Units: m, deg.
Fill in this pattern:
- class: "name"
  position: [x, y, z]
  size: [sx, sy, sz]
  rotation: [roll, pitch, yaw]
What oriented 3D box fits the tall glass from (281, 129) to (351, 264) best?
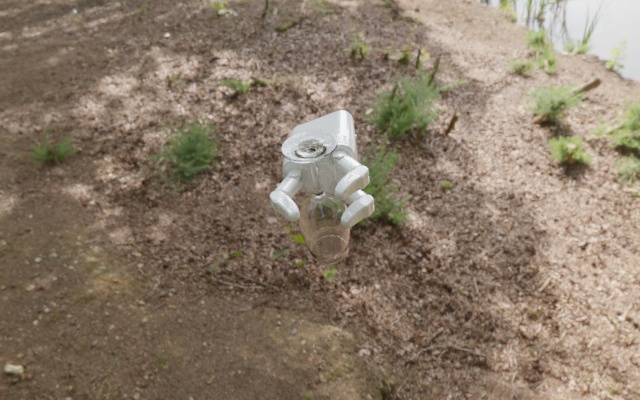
- class: "tall glass"
  position: [0.000, 0.002, 0.683]
  size: [0.079, 0.201, 0.079]
  rotation: [-6, 40, 5]
